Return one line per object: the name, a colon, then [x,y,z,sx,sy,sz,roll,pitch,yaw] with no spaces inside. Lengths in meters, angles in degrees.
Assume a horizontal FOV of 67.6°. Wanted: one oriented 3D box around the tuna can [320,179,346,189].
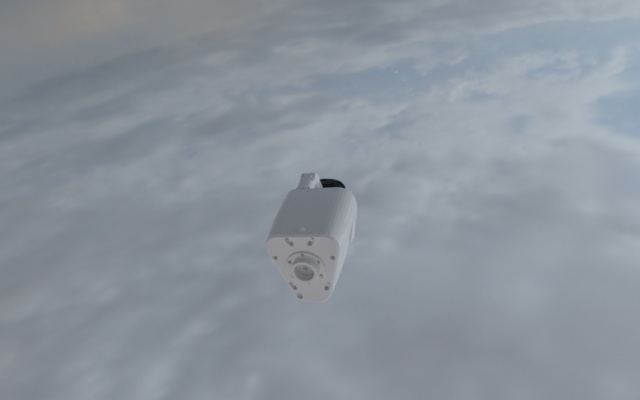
tuna can: [0.000,0.003,0.742,0.086,0.034,0.086,-11,32,7]
